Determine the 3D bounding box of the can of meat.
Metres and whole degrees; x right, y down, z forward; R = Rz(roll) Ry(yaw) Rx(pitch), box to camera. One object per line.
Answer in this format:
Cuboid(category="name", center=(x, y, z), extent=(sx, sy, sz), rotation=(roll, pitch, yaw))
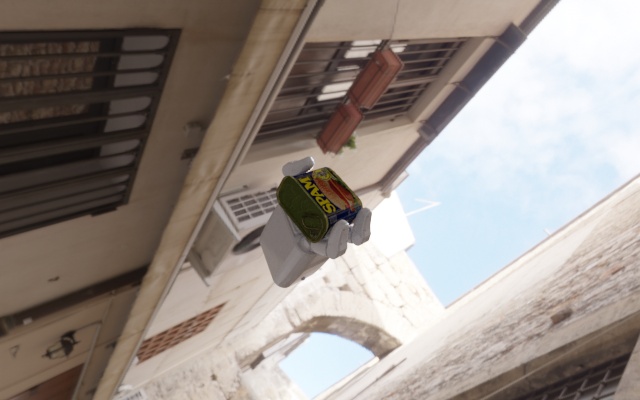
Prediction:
Cuboid(category="can of meat", center=(0.000, 0.002, 0.699), extent=(0.084, 0.102, 0.057), rotation=(-20, -28, -43))
